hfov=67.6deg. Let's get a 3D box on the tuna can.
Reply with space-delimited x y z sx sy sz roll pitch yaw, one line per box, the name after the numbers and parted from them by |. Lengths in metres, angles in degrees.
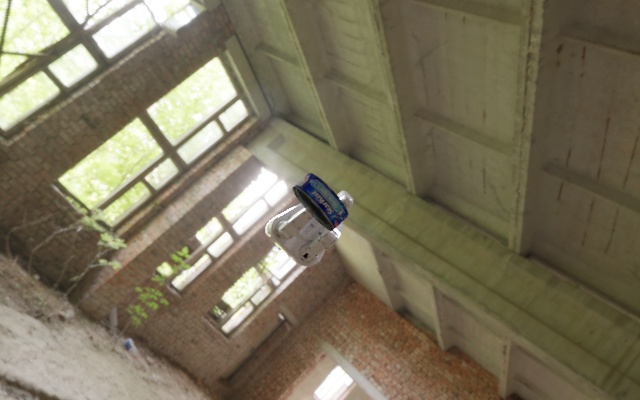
0.001 0.002 0.687 0.033 0.086 0.086 -42 9 -10 | tuna can
